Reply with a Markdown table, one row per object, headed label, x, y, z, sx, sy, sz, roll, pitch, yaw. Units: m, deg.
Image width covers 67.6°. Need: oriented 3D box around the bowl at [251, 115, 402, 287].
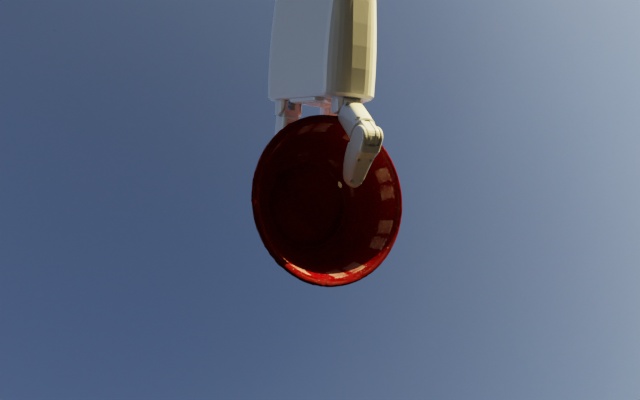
| label | x | y | z | sx | sy | sz | roll | pitch | yaw |
| --- | --- | --- | --- | --- | --- | --- | --- | --- | --- |
| bowl | 0.000 | 0.003 | 0.466 | 0.162 | 0.162 | 0.055 | 0 | -5 | -29 |
